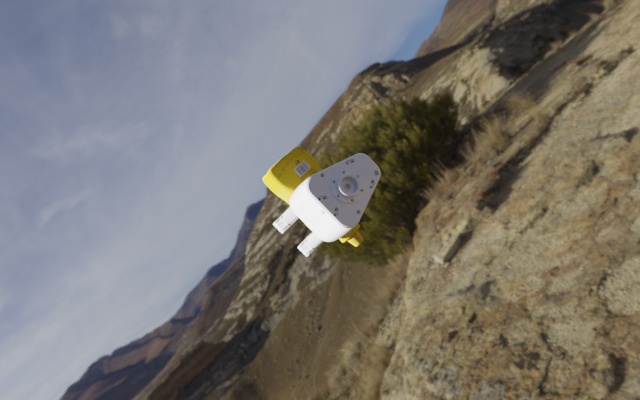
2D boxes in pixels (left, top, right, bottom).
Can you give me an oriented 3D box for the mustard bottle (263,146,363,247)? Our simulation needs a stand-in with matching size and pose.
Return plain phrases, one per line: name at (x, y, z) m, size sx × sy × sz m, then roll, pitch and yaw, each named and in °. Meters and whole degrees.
mustard bottle at (0.000, 0.003, 0.798) m, size 0.096 × 0.191 × 0.058 m, roll -45°, pitch 1°, yaw -44°
